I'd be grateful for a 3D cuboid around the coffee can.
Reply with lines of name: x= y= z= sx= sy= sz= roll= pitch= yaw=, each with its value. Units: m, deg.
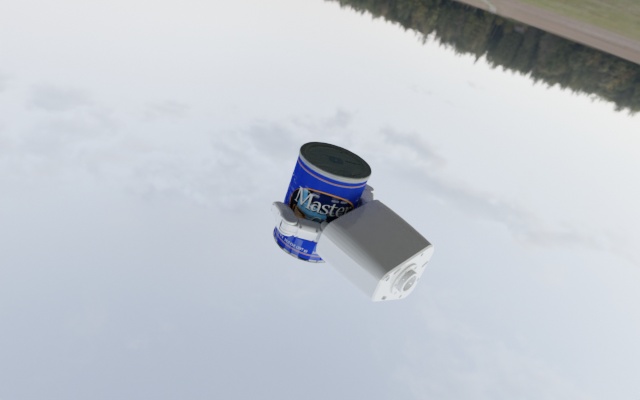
coffee can: x=0.000 y=0.002 z=0.676 sx=0.103 sy=0.140 sz=0.102 roll=16 pitch=28 yaw=-9
